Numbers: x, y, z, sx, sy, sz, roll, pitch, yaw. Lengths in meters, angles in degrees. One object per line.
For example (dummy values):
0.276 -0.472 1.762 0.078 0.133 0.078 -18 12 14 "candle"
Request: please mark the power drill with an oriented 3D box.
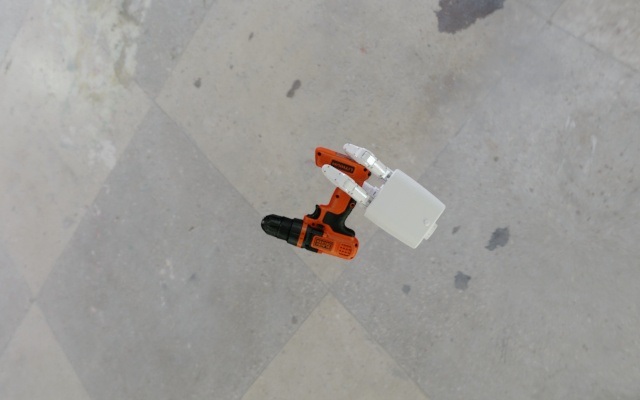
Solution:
0.001 0.002 0.861 0.184 0.188 0.057 17 16 -5 "power drill"
